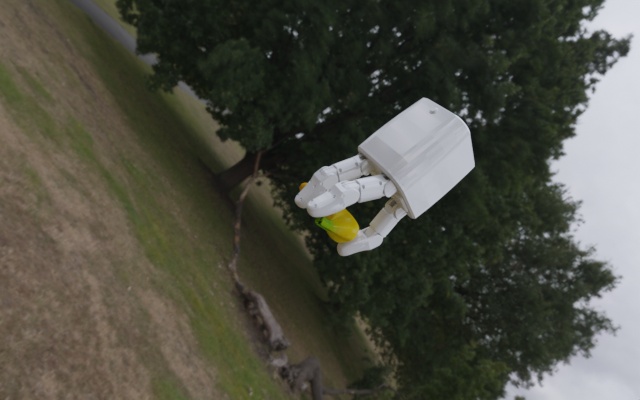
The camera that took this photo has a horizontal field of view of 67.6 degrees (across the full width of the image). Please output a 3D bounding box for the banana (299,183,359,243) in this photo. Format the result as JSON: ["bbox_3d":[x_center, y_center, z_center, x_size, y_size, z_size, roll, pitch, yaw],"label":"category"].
[{"bbox_3d":[0.013,0.016,0.627,0.037,0.070,0.197,-42,15,1],"label":"banana"}]
